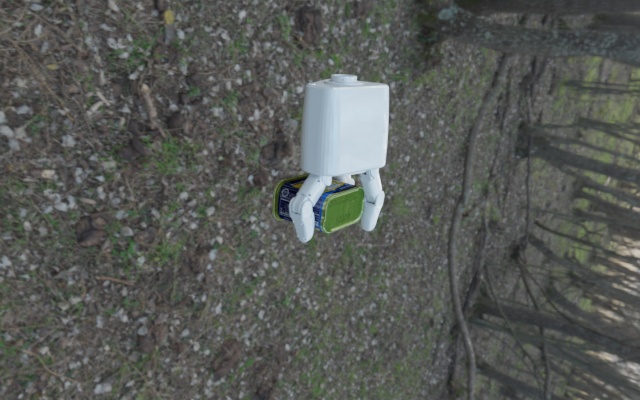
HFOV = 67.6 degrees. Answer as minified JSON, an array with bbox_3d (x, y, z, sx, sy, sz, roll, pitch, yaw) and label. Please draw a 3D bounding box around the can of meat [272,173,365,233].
[{"bbox_3d":[0.000,0.002,0.644,0.084,0.057,0.102,16,20,33],"label":"can of meat"}]
